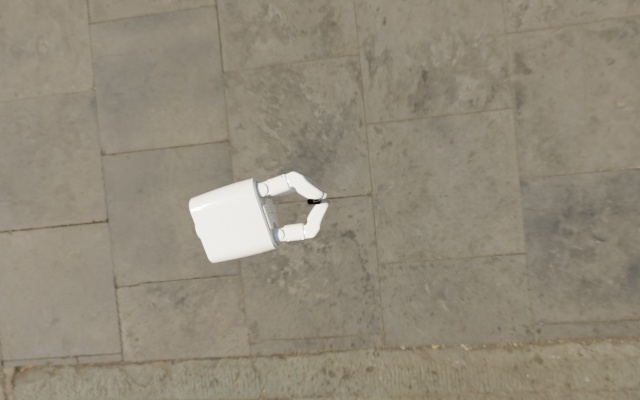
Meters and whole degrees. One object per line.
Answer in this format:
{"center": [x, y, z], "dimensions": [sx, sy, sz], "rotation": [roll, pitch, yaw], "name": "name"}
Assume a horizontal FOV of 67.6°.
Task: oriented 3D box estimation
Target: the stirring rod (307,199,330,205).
{"center": [0.000, 0.003, 0.748], "dimensions": [0.011, 0.011, 0.239], "rotation": [0, 0, 7], "name": "stirring rod"}
